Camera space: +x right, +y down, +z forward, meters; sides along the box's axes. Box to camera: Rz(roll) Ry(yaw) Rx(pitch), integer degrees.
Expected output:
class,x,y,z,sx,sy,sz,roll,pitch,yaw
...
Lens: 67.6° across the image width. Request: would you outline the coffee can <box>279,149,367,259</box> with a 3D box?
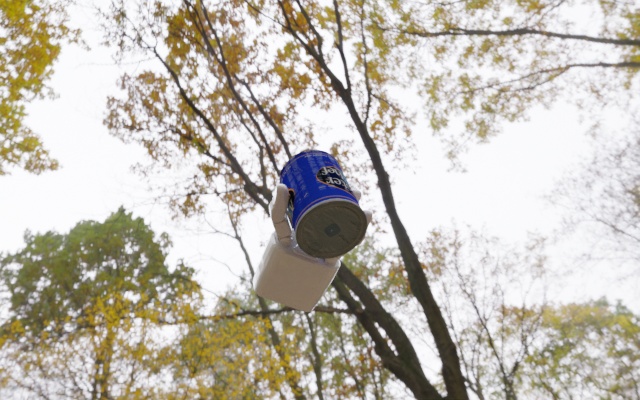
class,x,y,z,sx,sy,sz,roll,pitch,yaw
coffee can,0.000,0.002,0.713,0.103,0.103,0.140,0,35,-17
